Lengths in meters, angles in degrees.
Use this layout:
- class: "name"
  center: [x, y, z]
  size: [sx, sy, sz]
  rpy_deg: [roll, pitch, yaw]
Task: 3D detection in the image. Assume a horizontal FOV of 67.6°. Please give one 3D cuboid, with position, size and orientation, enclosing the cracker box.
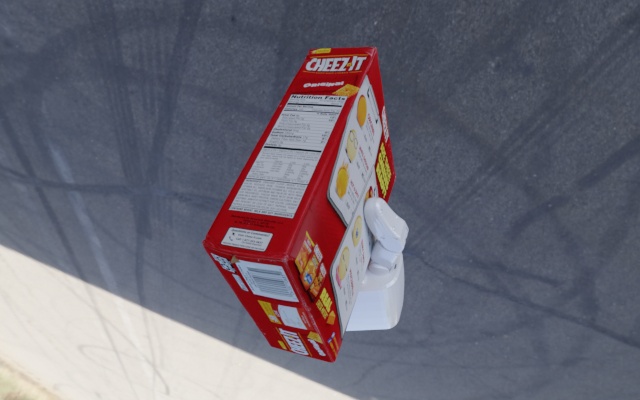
- class: "cracker box"
  center: [0.000, 0.001, 0.406]
  size: [0.072, 0.213, 0.164]
  rpy_deg: [7, -36, 21]
